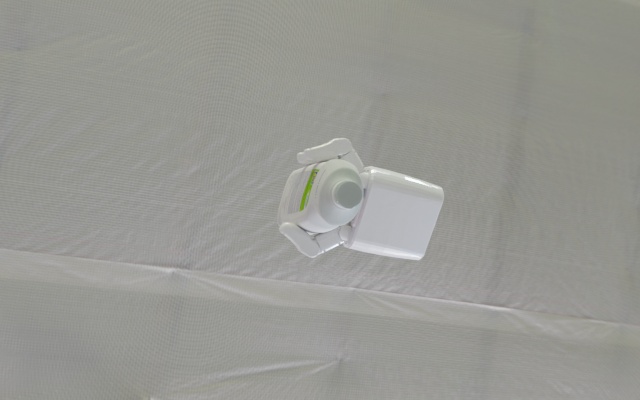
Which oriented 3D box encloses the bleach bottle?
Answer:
[{"bbox_3d":[0.000,0.002,0.615,0.068,0.102,0.251,14,-3,-13],"label":"bleach bottle"}]
